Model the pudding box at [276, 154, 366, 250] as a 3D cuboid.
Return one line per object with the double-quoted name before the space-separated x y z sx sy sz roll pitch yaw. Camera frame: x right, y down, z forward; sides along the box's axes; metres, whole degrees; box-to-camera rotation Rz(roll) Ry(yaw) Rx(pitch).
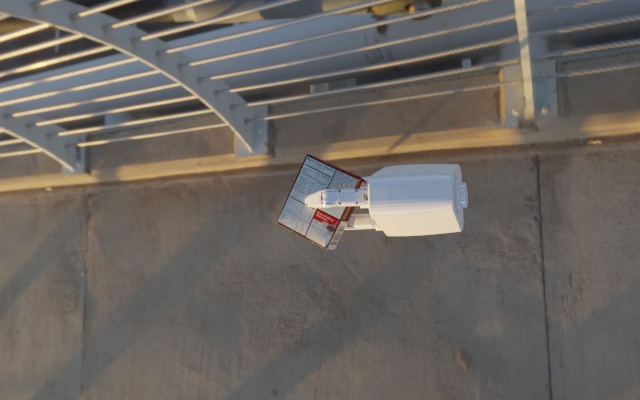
"pudding box" 0.000 0.002 0.684 0.090 0.113 0.039 27 5 20
